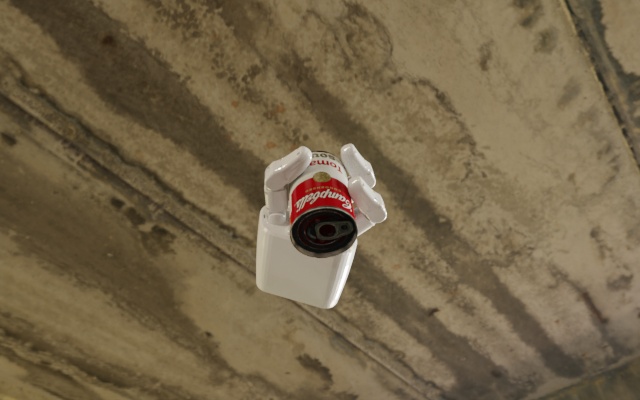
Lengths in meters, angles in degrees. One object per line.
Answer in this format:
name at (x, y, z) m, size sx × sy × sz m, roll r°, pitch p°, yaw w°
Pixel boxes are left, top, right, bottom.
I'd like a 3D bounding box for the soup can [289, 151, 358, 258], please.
soup can at (0.000, 0.001, 0.509) m, size 0.068 × 0.069 × 0.102 m, roll 0°, pitch 39°, yaw -5°
